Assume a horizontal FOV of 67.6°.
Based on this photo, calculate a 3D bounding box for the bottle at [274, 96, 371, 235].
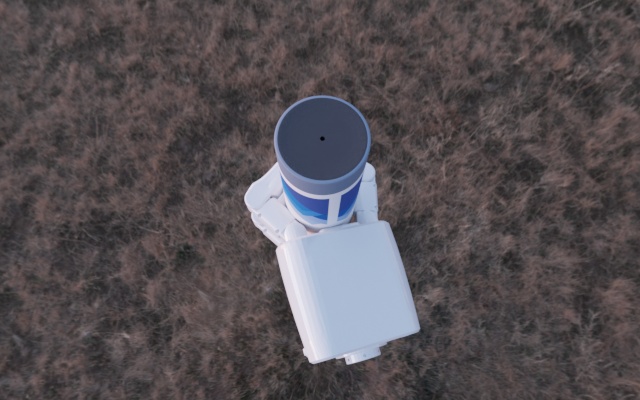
[{"bbox_3d":[0.000,0.001,0.465,0.069,0.069,0.296,0,-17,-1],"label":"bottle"}]
